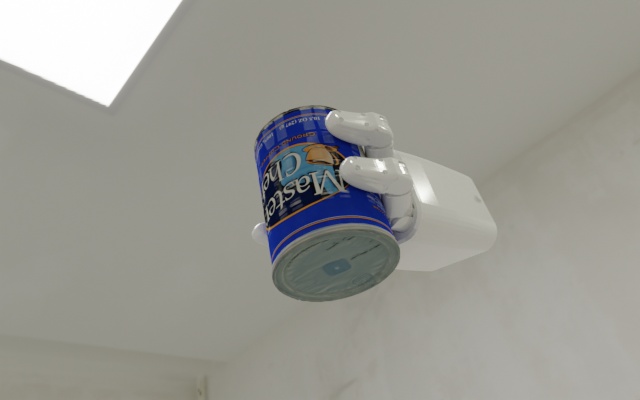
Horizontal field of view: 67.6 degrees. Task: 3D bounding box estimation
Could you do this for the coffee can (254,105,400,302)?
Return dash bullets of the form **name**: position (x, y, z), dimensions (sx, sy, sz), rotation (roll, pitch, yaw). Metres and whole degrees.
- **coffee can**: position (0.000, 0.001, 0.417), dimensions (0.103, 0.140, 0.103), rotation (-9, -39, -7)
